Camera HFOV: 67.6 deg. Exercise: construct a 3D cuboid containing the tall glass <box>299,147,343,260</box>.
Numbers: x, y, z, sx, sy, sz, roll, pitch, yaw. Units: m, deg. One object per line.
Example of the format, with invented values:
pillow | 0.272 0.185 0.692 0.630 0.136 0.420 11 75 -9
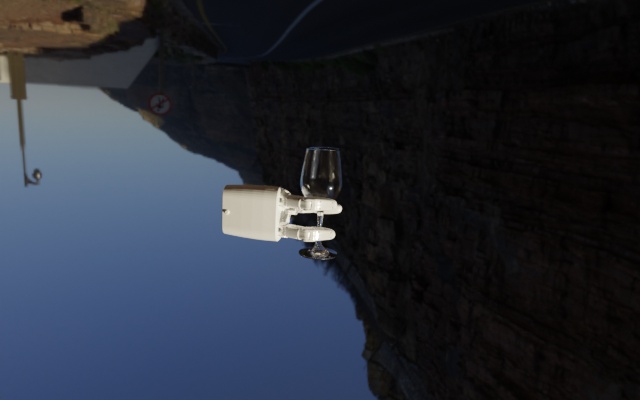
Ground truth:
tall glass | 0.000 0.004 0.884 0.079 0.201 0.079 3 11 -1
